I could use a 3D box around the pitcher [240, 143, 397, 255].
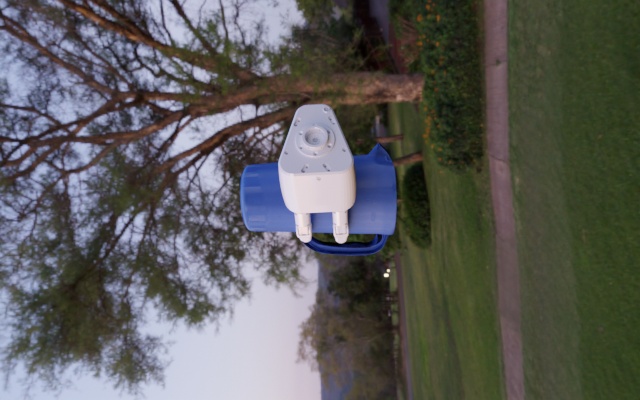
[{"bbox_3d":[0.000,0.002,0.774,0.243,0.149,0.145,-2,-23,2],"label":"pitcher"}]
